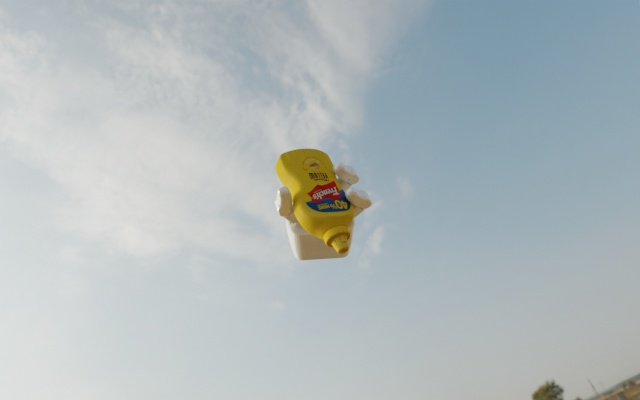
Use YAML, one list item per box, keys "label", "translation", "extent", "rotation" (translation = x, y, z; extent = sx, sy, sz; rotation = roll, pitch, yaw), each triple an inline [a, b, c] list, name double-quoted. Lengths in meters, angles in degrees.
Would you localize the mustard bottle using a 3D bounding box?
- label: "mustard bottle"
  translation: [0.000, 0.002, 0.764]
  extent: [0.096, 0.191, 0.058]
  rotation: [-3, -38, -31]
